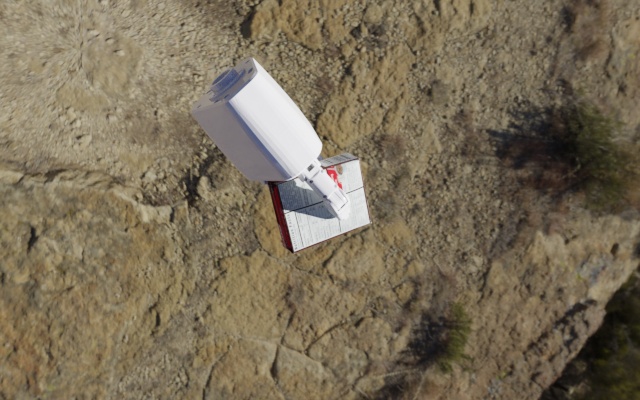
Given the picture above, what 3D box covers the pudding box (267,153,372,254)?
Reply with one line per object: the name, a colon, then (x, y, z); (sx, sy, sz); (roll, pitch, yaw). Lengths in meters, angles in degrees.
pudding box: (0.000, 0.002, 0.574); (0.113, 0.090, 0.039); (-18, 20, -19)
